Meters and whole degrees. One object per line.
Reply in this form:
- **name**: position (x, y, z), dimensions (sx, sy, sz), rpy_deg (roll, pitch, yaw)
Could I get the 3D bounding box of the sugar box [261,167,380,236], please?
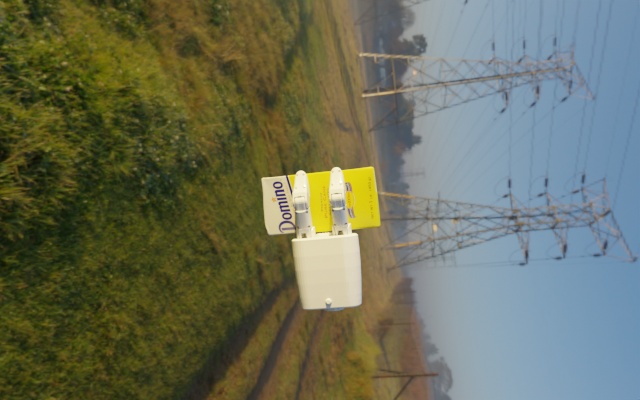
- **sugar box**: position (0.000, 0.003, 0.741), dimensions (0.176, 0.093, 0.048), rpy_deg (-6, -1, 8)
